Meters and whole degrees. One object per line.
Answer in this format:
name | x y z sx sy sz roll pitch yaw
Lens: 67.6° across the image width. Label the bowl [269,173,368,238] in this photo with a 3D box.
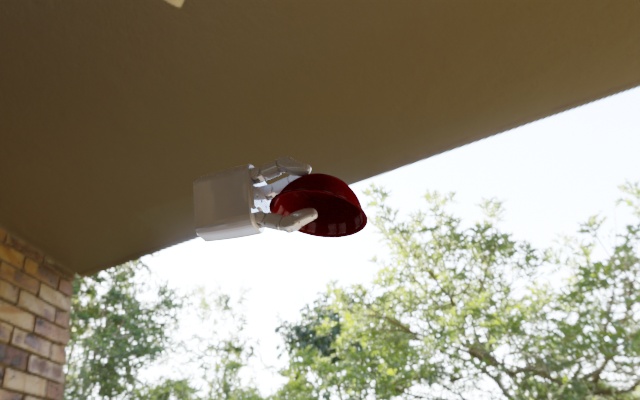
bowl | 0.002 0.002 0.786 0.162 0.055 0.162 8 -29 5
